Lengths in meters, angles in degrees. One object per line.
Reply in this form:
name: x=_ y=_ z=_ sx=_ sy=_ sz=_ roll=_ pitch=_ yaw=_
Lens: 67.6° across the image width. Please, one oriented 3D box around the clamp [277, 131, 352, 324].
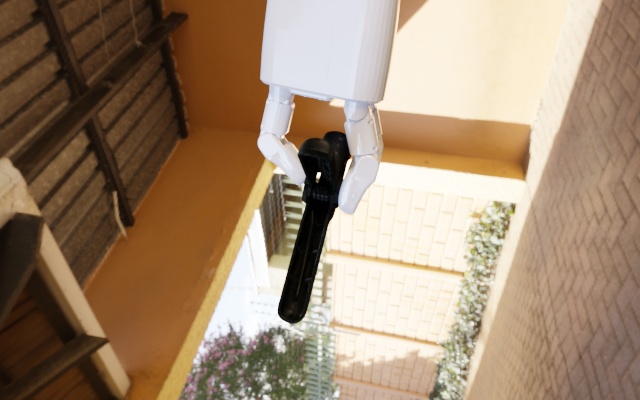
clamp: x=-0.001 y=0.001 z=0.450 sx=0.036 sy=0.165 sz=0.210 roll=13 pitch=22 yaw=5
